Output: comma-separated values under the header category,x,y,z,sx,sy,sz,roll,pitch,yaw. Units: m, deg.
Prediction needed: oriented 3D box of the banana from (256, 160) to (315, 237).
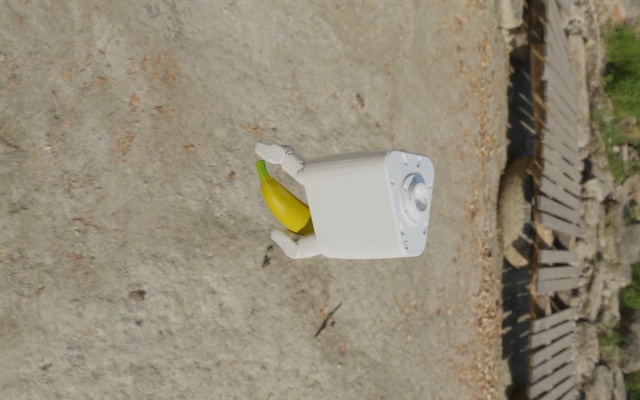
category,x,y,z,sx,sy,sz,roll,pitch,yaw
banana,-0.006,0.018,0.607,0.037,0.069,0.198,-9,-29,43
